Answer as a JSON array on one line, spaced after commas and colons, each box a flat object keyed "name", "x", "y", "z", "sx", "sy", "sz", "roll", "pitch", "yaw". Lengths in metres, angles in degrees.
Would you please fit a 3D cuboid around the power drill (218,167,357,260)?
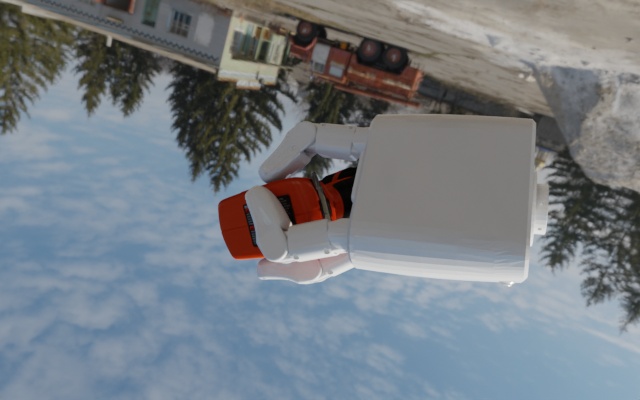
[{"name": "power drill", "x": 0.000, "y": 0.002, "z": 0.444, "sx": 0.184, "sy": 0.057, "sz": 0.187, "roll": -15, "pitch": 3, "yaw": 40}]
